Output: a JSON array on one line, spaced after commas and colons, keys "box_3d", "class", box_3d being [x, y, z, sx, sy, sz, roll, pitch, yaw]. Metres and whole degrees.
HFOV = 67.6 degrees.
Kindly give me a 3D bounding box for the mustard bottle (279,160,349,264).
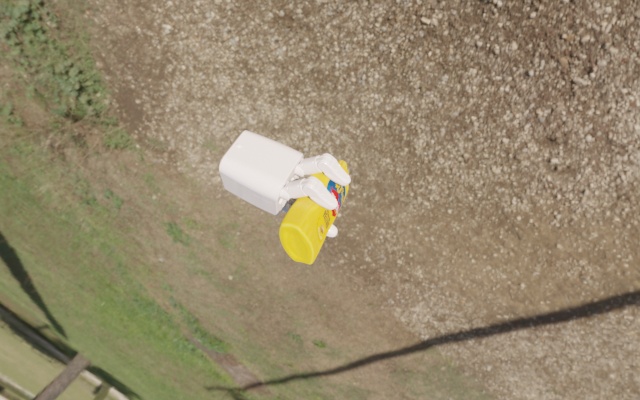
[{"box_3d": [0.000, 0.003, 0.775, 0.058, 0.191, 0.096, 9, -41, 24], "class": "mustard bottle"}]
